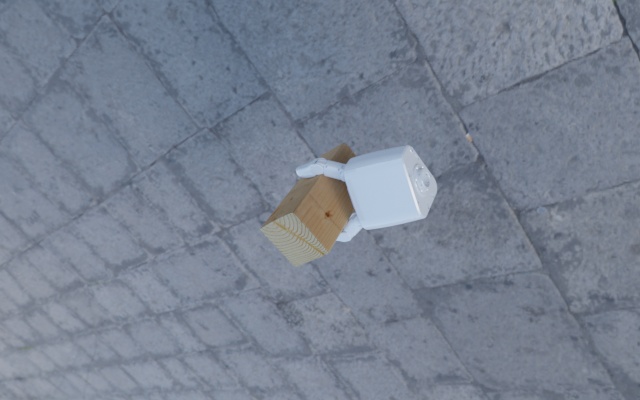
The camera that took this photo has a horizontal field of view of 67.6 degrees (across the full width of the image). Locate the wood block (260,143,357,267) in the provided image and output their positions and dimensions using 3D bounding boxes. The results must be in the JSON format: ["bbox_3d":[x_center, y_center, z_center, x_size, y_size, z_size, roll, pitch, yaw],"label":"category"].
[{"bbox_3d":[0.000,0.002,0.820,0.090,0.091,0.206,-27,20,43],"label":"wood block"}]
